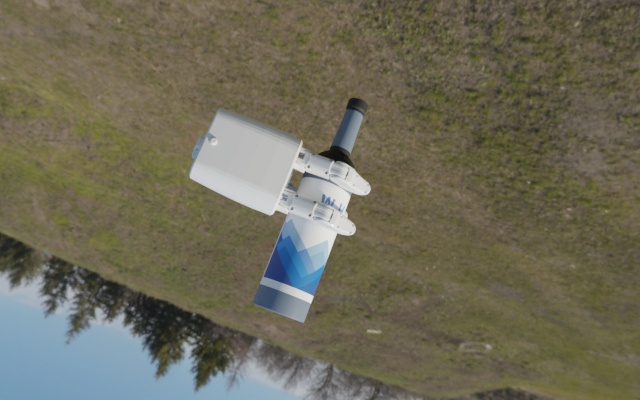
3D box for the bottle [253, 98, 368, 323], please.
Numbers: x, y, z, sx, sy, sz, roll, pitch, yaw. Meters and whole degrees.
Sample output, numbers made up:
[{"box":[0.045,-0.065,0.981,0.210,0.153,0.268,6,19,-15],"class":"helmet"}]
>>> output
[{"box":[0.000,0.002,0.609,0.069,0.295,0.069,20,-14,5],"class":"bottle"}]
